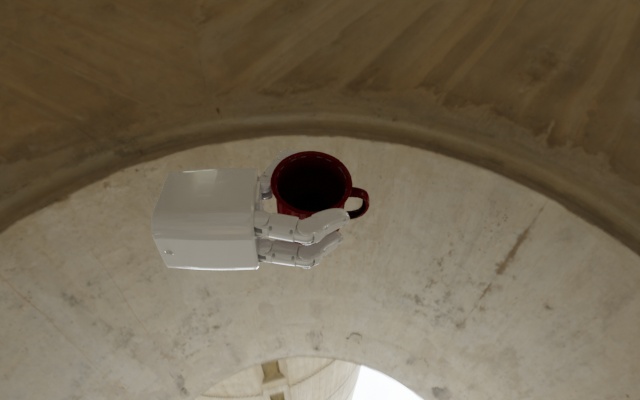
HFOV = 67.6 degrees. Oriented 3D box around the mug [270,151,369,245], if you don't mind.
[{"bbox_3d":[0.002,0.002,0.575,0.117,0.093,0.082,1,-36,-2],"label":"mug"}]
